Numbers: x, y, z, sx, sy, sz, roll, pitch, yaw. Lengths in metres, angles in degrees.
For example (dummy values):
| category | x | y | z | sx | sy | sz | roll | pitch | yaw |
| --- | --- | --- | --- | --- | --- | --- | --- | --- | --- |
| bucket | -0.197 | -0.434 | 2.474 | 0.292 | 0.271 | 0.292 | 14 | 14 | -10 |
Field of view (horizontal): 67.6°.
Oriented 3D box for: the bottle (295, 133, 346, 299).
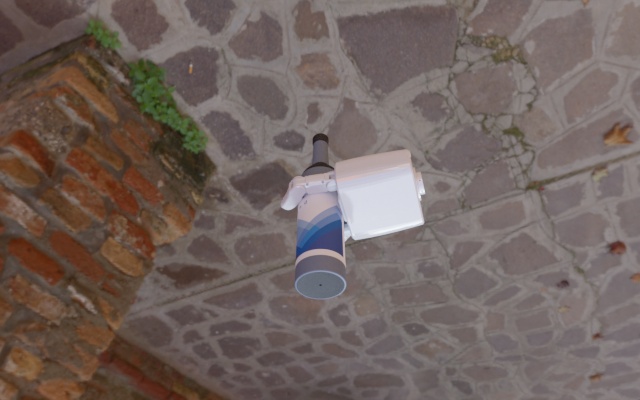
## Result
| category | x | y | z | sx | sy | sz | roll | pitch | yaw |
| --- | --- | --- | --- | --- | --- | --- | --- | --- | --- |
| bottle | 0.000 | 0.003 | 0.711 | 0.069 | 0.295 | 0.069 | 0 | -44 | 0 |
